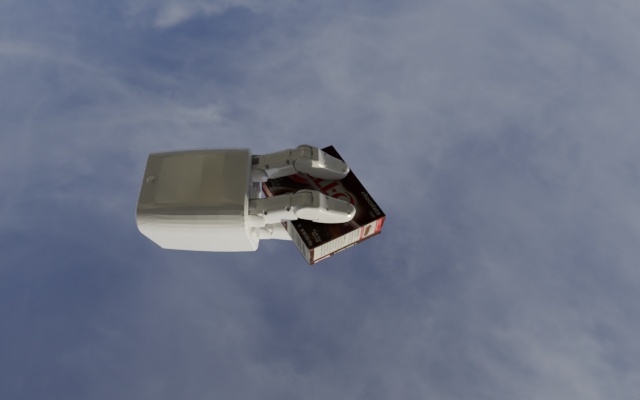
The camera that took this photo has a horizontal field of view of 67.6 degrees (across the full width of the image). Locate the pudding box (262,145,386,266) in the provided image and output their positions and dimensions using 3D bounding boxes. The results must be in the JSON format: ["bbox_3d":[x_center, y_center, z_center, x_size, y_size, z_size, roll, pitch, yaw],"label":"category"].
[{"bbox_3d":[0.000,0.002,0.503,0.090,0.113,0.039,-23,-30,-19],"label":"pudding box"}]
